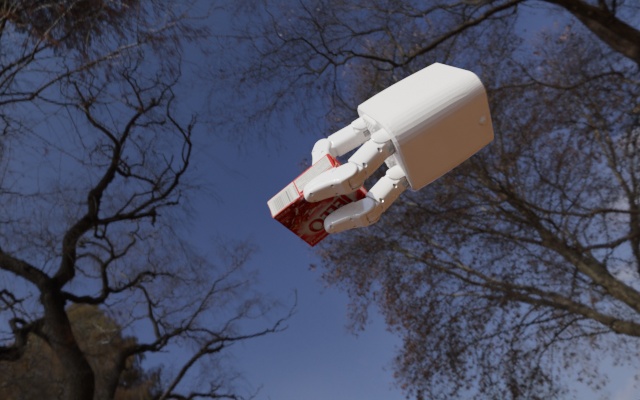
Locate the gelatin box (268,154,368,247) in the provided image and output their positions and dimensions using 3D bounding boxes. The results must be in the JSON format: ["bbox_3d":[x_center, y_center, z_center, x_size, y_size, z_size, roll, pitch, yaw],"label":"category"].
[{"bbox_3d":[0.000,0.002,0.520,0.089,0.030,0.073,-38,-47,12],"label":"gelatin box"}]
